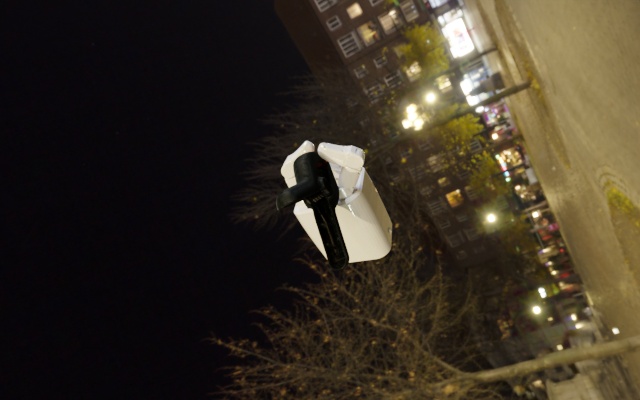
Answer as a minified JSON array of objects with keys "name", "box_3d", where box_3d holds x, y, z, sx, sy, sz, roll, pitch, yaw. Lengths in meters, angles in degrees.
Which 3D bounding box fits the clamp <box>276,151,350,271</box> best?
[{"name":"clamp","box_3d":[0.000,0.002,0.576,0.039,0.120,0.171,-21,26,20]}]
